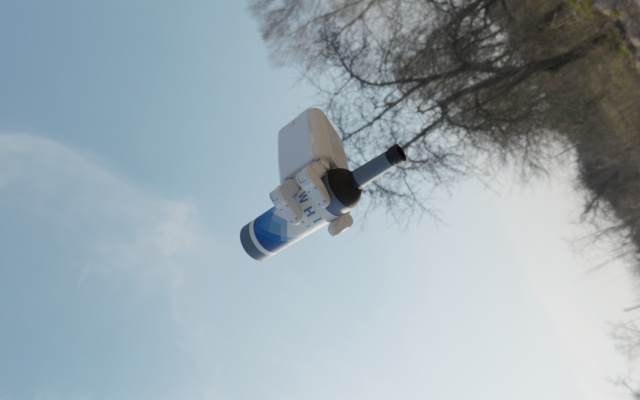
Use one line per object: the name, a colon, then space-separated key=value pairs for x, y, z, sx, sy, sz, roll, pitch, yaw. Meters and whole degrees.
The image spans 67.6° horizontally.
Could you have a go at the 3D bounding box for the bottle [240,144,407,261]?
bottle: x=0.000 y=0.003 z=0.718 sx=0.296 sy=0.069 sz=0.069 roll=-32 pitch=-17 yaw=30
